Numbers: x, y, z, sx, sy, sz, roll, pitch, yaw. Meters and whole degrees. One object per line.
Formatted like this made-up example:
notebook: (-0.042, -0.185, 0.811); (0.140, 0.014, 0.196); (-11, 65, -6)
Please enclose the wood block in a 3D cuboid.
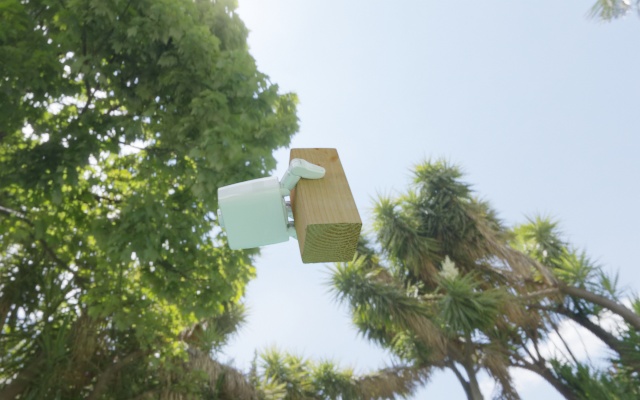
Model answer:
wood block: (0.000, 0.002, 0.831); (0.090, 0.091, 0.206); (-1, 41, -12)
